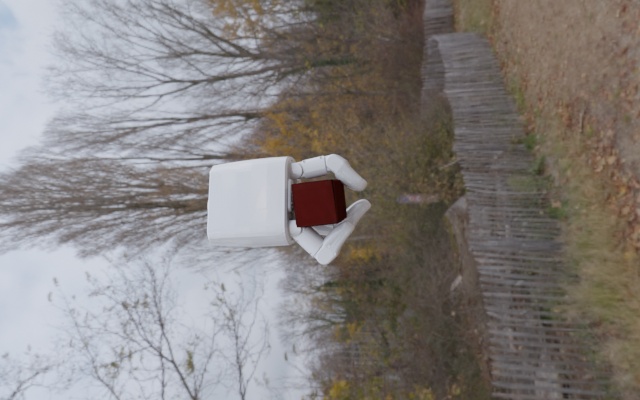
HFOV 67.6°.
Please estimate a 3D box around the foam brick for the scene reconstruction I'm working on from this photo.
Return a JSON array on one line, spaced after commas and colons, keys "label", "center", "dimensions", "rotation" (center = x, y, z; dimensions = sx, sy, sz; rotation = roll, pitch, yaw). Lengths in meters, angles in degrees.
[{"label": "foam brick", "center": [0.000, 0.002, 0.585], "dimensions": [0.051, 0.053, 0.078], "rotation": [-6, 1, 11]}]
